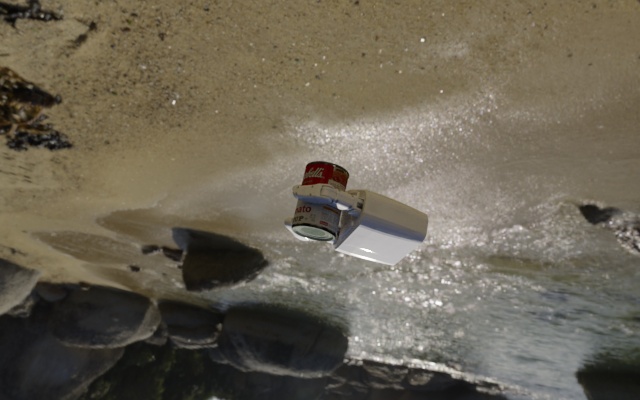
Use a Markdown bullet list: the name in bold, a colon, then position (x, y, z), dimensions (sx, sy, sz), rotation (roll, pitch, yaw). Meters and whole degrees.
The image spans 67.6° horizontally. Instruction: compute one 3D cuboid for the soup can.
- **soup can**: position (0.000, 0.002, 0.705), dimensions (0.068, 0.102, 0.068), rotation (11, -20, 4)
